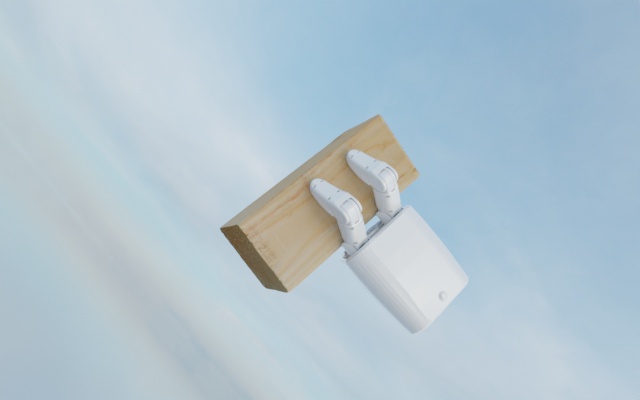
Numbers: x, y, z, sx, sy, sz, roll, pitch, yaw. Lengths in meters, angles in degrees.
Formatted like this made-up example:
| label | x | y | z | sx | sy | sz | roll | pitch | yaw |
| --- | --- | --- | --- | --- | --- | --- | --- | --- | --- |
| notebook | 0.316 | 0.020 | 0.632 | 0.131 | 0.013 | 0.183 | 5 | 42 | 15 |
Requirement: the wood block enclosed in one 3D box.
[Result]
| label | x | y | z | sx | sy | sz | roll | pitch | yaw |
| --- | --- | --- | --- | --- | --- | --- | --- | --- | --- |
| wood block | 0.000 | 0.002 | 0.546 | 0.206 | 0.090 | 0.091 | -39 | 9 | -22 |
